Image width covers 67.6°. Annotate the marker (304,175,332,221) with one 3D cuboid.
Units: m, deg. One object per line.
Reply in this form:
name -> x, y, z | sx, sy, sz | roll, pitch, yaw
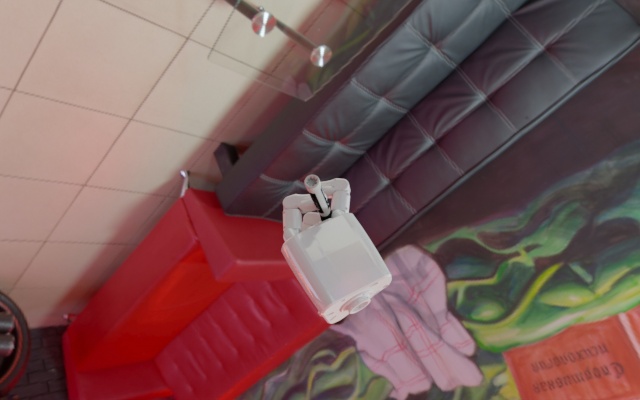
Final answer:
marker -> 0.000, 0.002, 0.626 | 0.020, 0.020, 0.121 | 0, -25, 11
